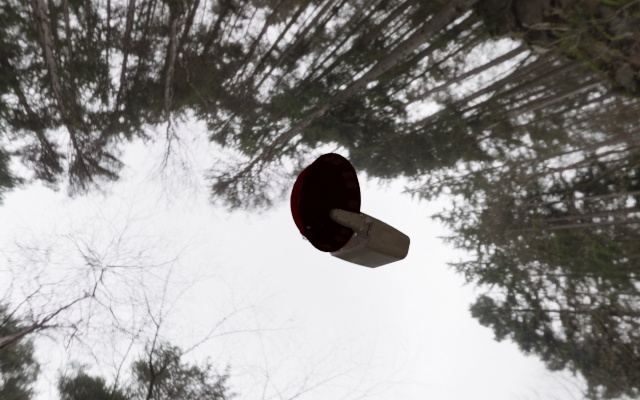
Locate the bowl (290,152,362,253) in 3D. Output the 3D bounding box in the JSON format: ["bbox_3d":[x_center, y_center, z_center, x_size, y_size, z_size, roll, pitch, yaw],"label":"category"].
[{"bbox_3d":[-0.001,0.002,0.783,0.055,0.162,0.162,4,2,39],"label":"bowl"}]
